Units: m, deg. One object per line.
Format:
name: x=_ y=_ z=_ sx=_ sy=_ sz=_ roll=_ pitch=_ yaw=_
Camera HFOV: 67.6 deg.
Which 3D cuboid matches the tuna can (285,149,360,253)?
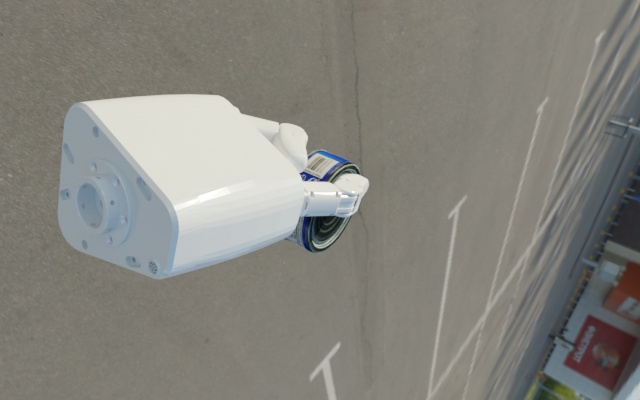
tuna can: x=0.001 y=0.002 z=0.412 sx=0.033 sy=0.086 sz=0.086 roll=24 pitch=11 yaw=25
